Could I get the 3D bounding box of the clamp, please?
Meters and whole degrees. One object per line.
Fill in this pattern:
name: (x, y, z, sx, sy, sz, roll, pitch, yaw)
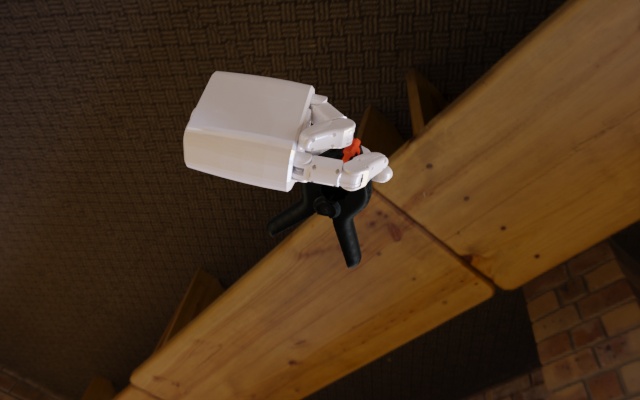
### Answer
clamp: (0.000, 0.002, 0.538, 0.120, 0.172, 0.039, 12, 38, 3)
